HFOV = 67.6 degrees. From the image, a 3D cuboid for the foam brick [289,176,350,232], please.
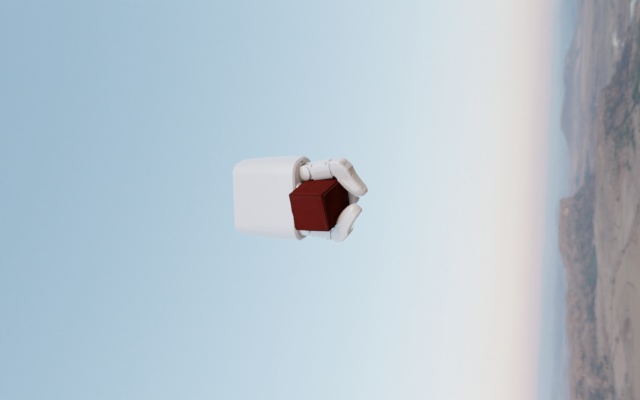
[{"bbox_3d":[0.000,0.002,0.639,0.051,0.053,0.078,1,23,26],"label":"foam brick"}]
